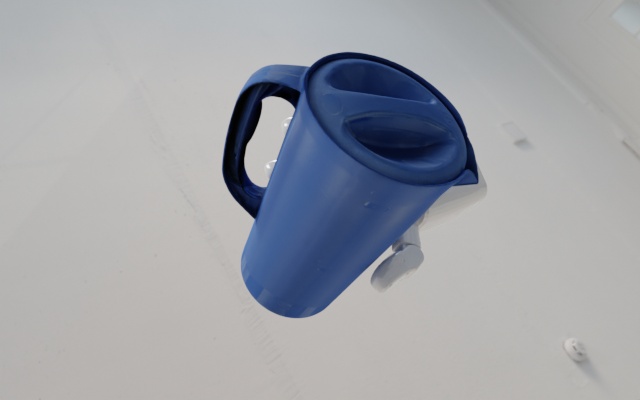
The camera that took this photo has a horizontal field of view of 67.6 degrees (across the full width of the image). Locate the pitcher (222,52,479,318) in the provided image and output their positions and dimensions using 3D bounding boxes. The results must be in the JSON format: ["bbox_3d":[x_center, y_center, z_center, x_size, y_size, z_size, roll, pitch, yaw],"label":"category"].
[{"bbox_3d":[0.000,0.001,0.417,0.145,0.149,0.243,-17,-28,-36],"label":"pitcher"}]
